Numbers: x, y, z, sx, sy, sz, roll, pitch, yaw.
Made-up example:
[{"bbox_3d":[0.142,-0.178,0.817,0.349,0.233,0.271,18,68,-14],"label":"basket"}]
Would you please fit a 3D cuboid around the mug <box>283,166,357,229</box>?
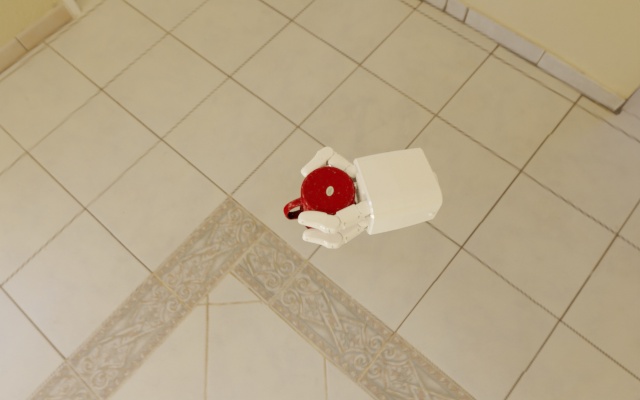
[{"bbox_3d":[-0.001,0.003,0.730,0.117,0.093,0.081,-13,-22,-4],"label":"mug"}]
